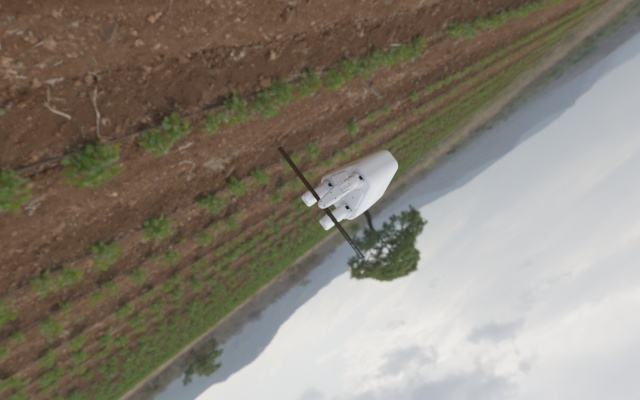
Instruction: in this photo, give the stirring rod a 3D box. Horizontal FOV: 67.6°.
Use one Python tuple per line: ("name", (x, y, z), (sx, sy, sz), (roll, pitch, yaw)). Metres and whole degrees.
("stirring rod", (0.000, 0.003, 0.825), (0.011, 0.239, 0.011), (-37, -6, -4))
